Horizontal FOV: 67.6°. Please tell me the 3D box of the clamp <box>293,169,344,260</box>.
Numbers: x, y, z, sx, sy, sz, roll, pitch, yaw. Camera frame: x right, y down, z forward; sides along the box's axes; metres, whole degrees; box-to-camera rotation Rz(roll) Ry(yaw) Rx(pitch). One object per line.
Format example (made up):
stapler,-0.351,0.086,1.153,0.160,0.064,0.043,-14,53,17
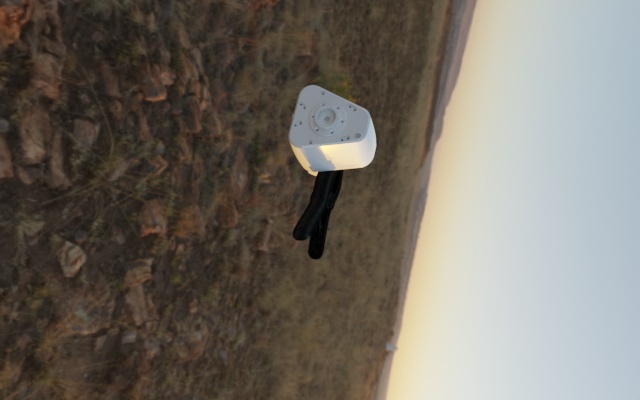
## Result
clamp,0.001,0.002,0.737,0.039,0.171,0.120,12,-10,11
